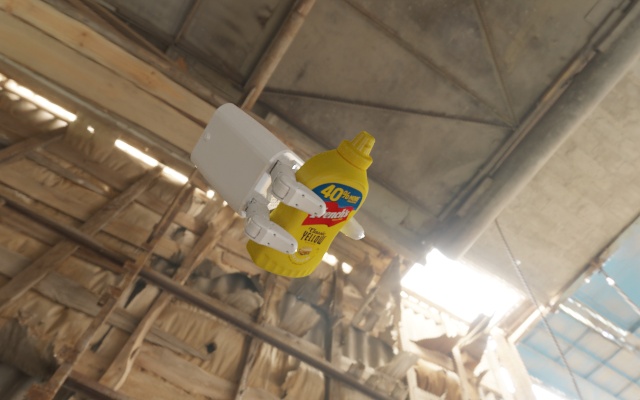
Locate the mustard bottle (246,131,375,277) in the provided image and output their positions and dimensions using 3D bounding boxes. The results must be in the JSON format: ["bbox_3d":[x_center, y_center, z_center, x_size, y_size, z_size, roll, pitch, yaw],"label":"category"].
[{"bbox_3d":[0.000,0.002,0.554,0.096,0.192,0.058,19,24,-40],"label":"mustard bottle"}]
